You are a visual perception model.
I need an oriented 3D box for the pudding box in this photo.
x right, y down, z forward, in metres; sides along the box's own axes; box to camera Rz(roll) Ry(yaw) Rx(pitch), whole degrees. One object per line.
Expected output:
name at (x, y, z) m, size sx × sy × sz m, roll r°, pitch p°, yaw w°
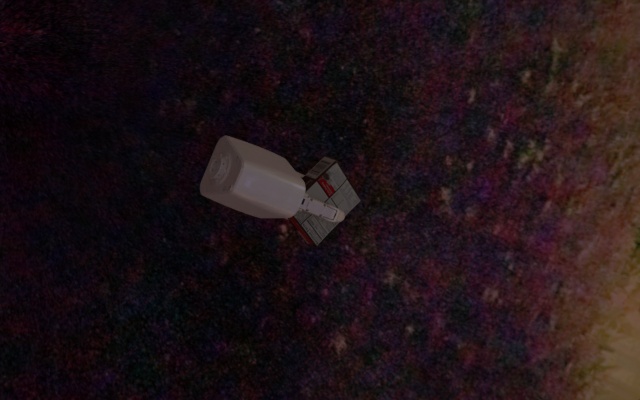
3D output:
pudding box at (0.000, 0.002, 0.743) m, size 0.113 × 0.090 × 0.039 m, roll -44°, pitch 33°, yaw -15°
